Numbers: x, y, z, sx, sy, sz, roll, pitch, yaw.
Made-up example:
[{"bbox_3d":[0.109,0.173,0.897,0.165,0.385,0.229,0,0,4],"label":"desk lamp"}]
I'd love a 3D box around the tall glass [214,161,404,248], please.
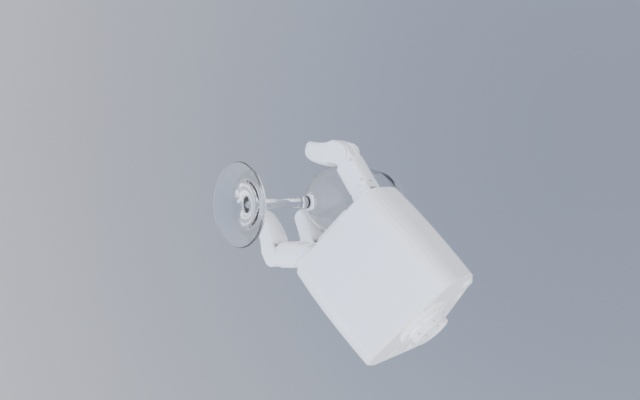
[{"bbox_3d":[0.000,0.001,0.476,0.201,0.079,0.079,-2,2,-45],"label":"tall glass"}]
